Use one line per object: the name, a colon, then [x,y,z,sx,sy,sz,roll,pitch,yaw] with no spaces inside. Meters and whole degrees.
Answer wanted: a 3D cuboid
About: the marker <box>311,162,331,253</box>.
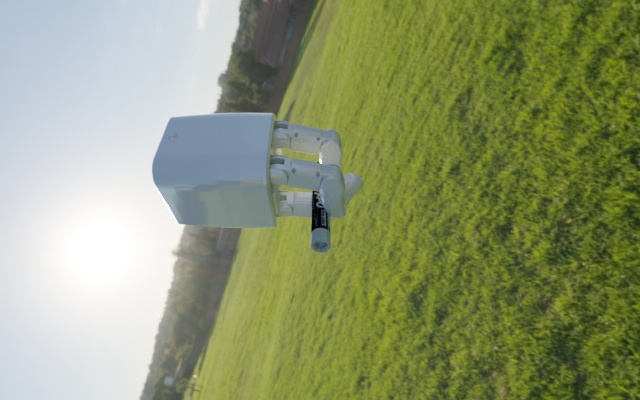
marker: [0.000,0.002,0.487,0.020,0.020,0.121,0,43,0]
